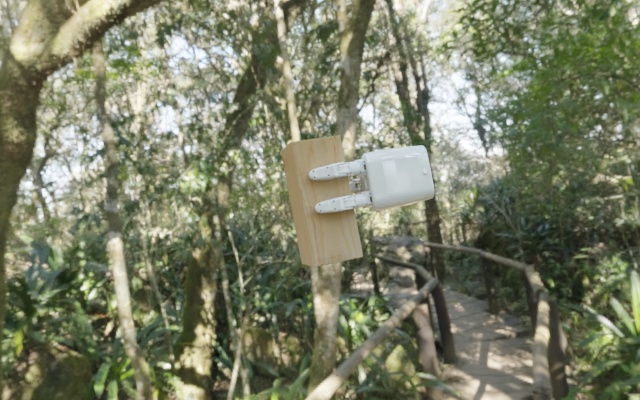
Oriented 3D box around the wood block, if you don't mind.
[{"bbox_3d":[0.000,0.003,0.822,0.090,0.206,0.091,-10,-1,-15],"label":"wood block"}]
